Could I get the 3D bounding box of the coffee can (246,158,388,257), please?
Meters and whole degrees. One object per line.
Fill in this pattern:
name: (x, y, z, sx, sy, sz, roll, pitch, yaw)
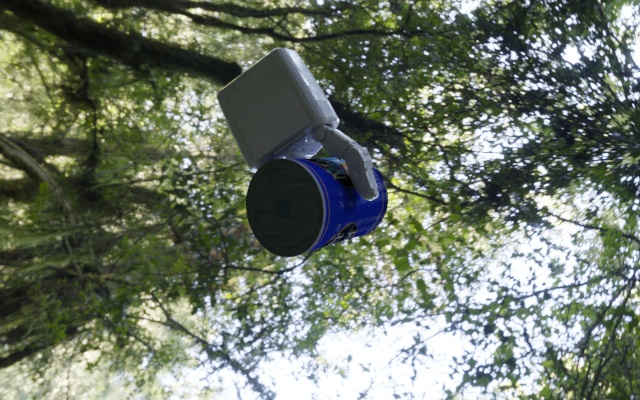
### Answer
coffee can: (0.000, 0.002, 0.546, 0.103, 0.103, 0.140, 0, 5, 35)
